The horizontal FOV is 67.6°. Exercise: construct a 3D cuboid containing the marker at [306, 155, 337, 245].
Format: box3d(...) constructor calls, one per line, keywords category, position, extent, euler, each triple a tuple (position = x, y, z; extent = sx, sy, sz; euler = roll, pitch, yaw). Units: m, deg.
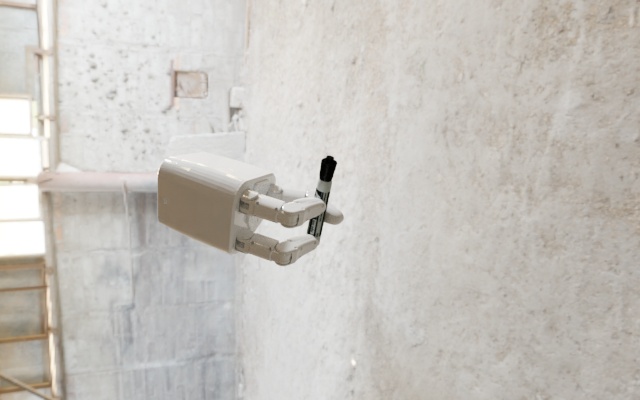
box3d(category="marker", position=(0.000, 0.002, 0.567), extent=(0.020, 0.121, 0.020), euler=(9, 31, -5))
